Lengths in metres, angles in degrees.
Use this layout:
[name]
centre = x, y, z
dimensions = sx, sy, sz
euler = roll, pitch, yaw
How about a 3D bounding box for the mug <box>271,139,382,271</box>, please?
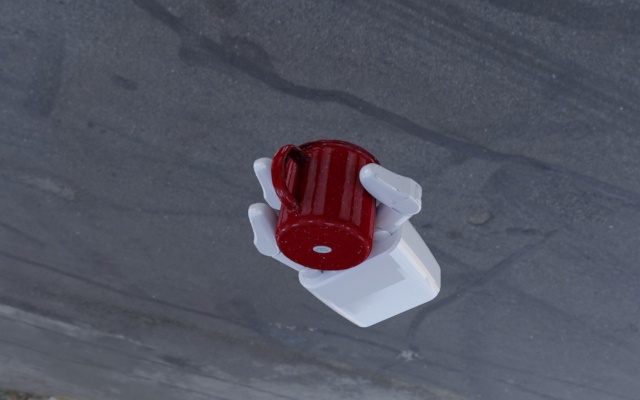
[mug]
centre = -0.001, 0.001, 0.406
dimensions = 0.093, 0.081, 0.117
euler = -17, -44, 31
